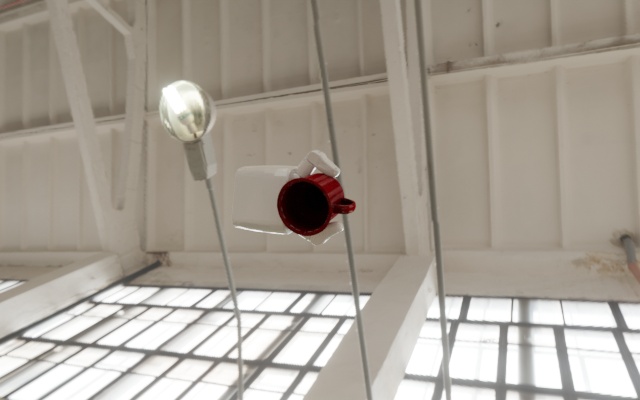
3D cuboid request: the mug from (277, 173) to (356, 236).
[{"bbox_3d":[0.002,0.003,0.766,0.117,0.093,0.081,5,15,21],"label":"mug"}]
